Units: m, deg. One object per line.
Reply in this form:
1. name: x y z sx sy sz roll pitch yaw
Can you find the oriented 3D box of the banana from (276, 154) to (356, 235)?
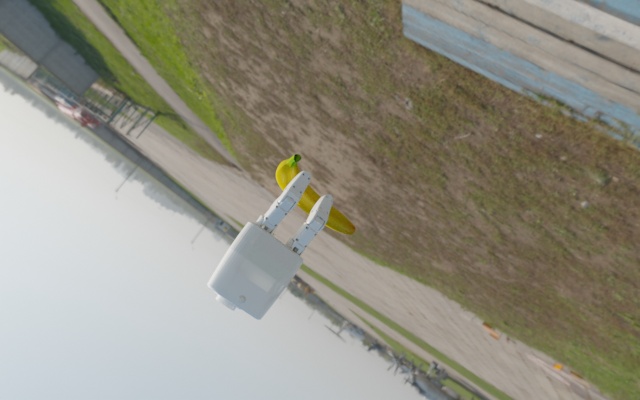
1. banana: -0.015 -0.004 0.741 0.069 0.037 0.198 17 -22 42
